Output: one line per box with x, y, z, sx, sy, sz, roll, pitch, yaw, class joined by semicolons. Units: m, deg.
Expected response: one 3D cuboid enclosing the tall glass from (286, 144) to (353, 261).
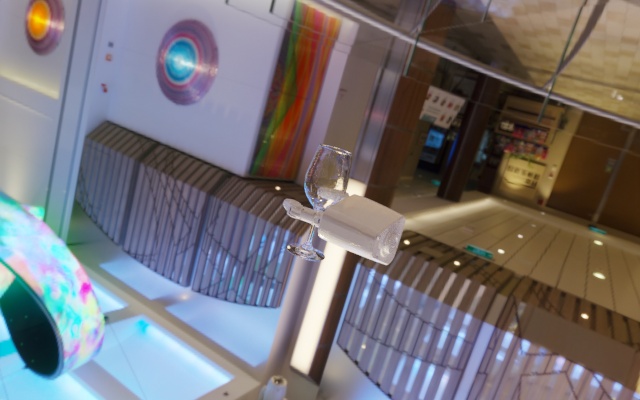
0.000;0.003;0.860;0.079;0.201;0.079;15;12;-3;tall glass
